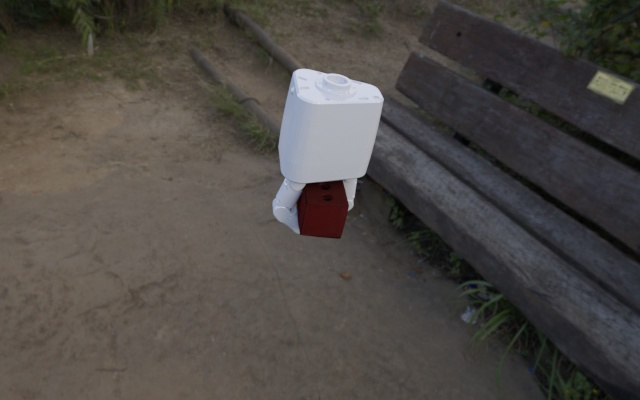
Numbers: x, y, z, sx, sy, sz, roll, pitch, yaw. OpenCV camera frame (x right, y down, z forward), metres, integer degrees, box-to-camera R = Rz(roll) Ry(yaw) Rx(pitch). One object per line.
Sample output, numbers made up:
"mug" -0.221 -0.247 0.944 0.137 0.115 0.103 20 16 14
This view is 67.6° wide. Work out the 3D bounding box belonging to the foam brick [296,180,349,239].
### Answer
"foam brick" 0.000 0.002 0.597 0.053 0.051 0.078 5 37 -13
